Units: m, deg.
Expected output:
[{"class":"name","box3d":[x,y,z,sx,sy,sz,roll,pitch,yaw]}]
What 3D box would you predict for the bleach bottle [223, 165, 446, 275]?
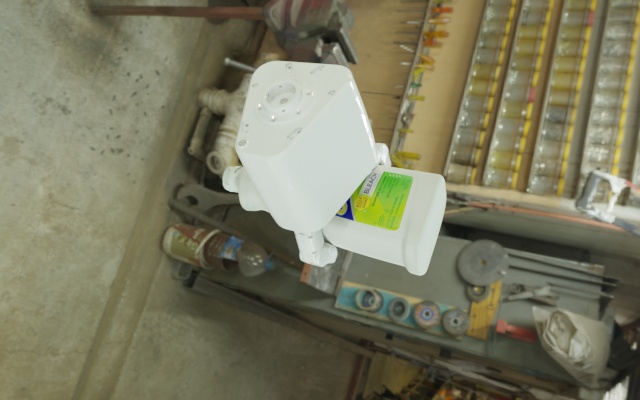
[{"class":"bleach bottle","box3d":[0.000,0.002,0.518,0.251,0.102,0.068,11,-30,24]}]
